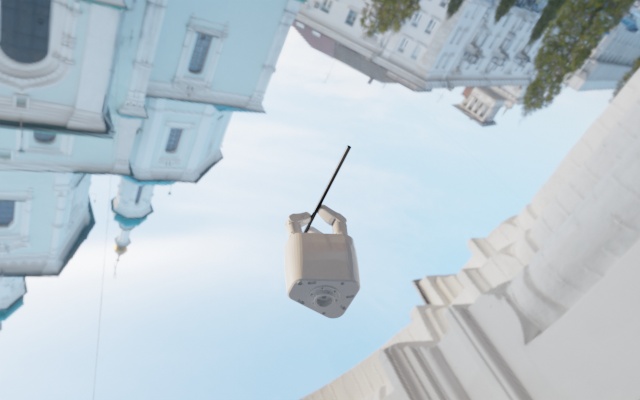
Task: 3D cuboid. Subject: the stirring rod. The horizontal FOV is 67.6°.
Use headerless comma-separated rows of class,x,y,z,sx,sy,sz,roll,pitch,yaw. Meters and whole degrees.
stirring rod,0.000,0.003,0.845,0.011,0.240,0.011,19,33,-13
